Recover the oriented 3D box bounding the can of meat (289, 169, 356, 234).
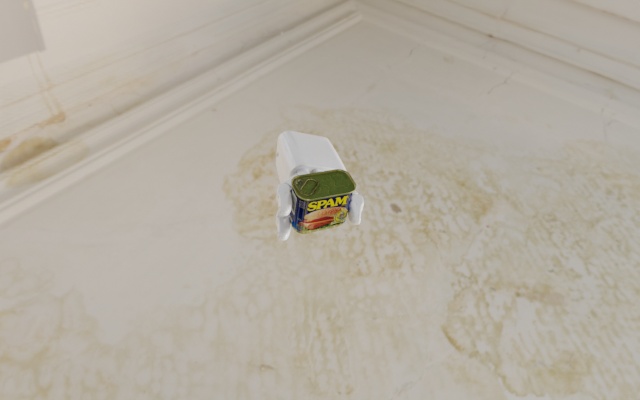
[{"bbox_3d":[0.000,0.003,0.783,0.102,0.084,0.057,-11,48,-21],"label":"can of meat"}]
